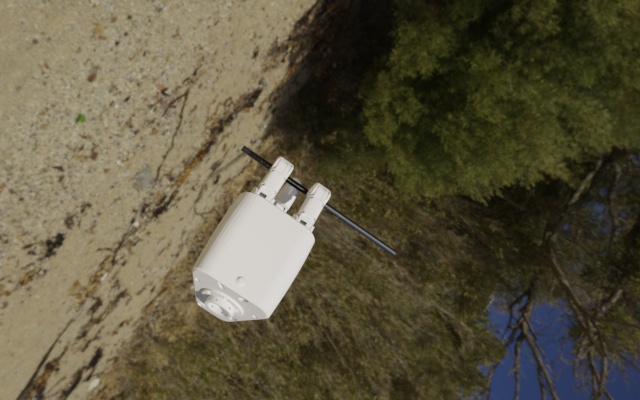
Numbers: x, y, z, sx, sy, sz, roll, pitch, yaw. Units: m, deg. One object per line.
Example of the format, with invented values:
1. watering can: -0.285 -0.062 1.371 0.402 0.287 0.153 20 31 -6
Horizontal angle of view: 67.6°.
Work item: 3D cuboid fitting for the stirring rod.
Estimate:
1. stirring rod: 0.000 0.002 0.615 0.239 0.011 0.011 35 -5 -8
